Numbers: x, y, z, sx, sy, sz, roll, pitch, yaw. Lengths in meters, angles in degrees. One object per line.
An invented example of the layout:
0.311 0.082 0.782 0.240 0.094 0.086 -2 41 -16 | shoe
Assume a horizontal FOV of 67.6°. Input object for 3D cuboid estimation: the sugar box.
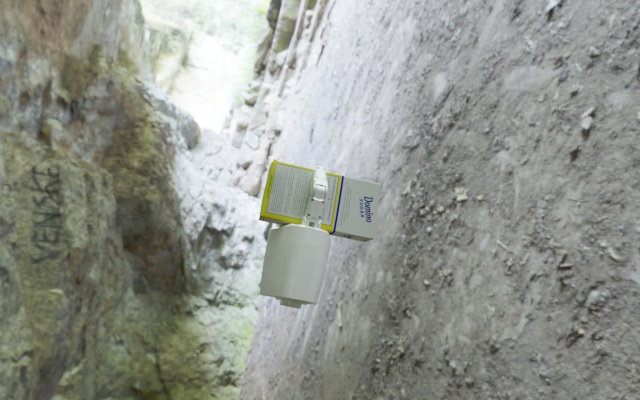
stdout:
0.000 0.003 0.742 0.176 0.093 0.048 14 -14 -12 | sugar box
